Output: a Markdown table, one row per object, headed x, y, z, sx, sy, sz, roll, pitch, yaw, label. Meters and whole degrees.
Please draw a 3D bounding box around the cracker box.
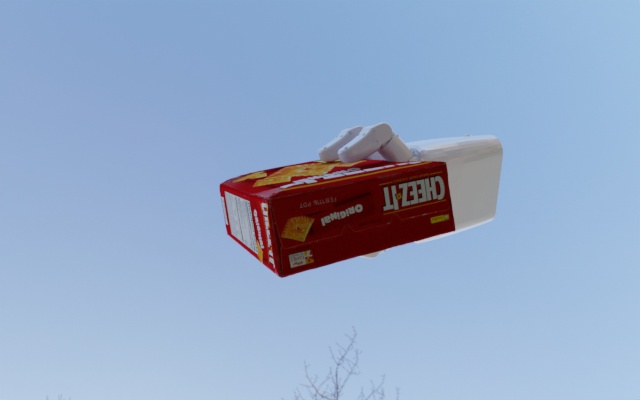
| x | y | z | sx | sy | sz | roll | pitch | yaw | label |
| --- | --- | --- | --- | --- | --- | --- | --- | --- | --- |
| 0.000 | 0.002 | 0.477 | 0.164 | 0.072 | 0.213 | -13 | 9 | -20 | cracker box |
